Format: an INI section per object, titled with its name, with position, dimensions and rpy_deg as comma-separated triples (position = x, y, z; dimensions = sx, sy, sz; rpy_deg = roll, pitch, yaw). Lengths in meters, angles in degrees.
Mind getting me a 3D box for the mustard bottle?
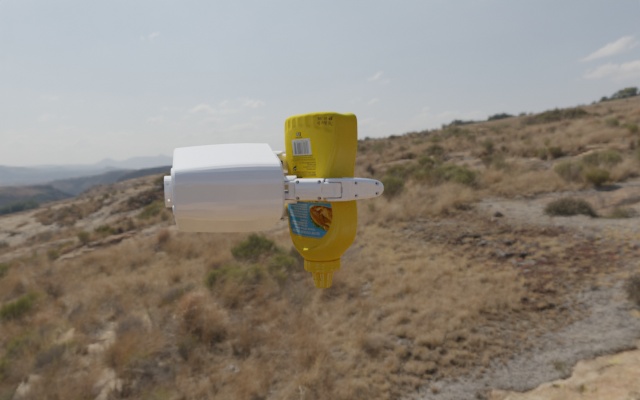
[mustard bottle]
position = 0.000, 0.001, 0.528
dimensions = 0.058, 0.191, 0.096
rpy_deg = -5, 6, -40
